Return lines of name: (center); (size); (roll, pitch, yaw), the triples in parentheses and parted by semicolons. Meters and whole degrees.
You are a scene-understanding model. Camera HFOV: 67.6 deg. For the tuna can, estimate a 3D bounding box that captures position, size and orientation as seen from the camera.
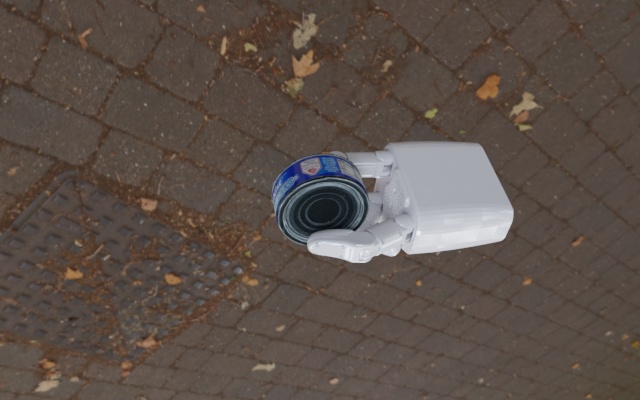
tuna can: (0.000, 0.002, 0.432); (0.086, 0.086, 0.033); (0, 41, -15)
